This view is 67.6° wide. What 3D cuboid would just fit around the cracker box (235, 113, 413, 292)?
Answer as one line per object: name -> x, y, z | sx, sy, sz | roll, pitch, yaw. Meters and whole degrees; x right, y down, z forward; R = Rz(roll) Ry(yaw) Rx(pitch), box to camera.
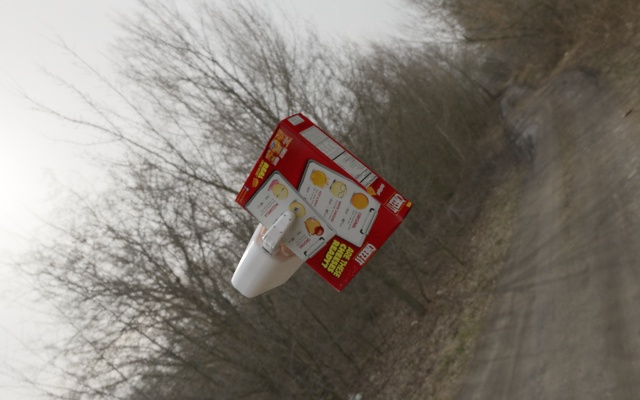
cracker box -> 0.000, 0.002, 0.697 | 0.213, 0.164, 0.072 | 40, 34, 6
